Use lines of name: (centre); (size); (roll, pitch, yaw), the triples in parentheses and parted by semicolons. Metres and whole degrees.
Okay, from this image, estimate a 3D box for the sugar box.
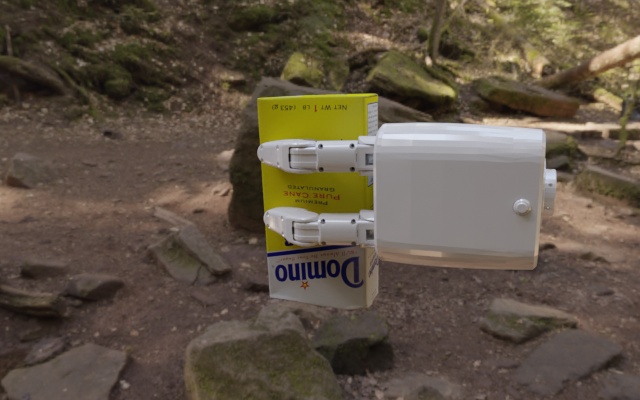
sugar box: (0.000, 0.001, 0.402); (0.093, 0.176, 0.048); (3, 13, 21)
